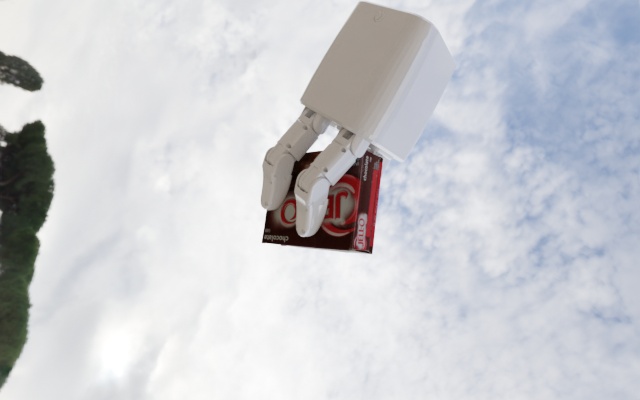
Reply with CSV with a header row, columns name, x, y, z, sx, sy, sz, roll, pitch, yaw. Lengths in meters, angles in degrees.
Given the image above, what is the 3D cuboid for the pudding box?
name,x,y,z,sx,sy,sz,roll,pitch,yaw
pudding box,0.000,0.001,0.447,0.113,0.090,0.039,-1,-13,42
